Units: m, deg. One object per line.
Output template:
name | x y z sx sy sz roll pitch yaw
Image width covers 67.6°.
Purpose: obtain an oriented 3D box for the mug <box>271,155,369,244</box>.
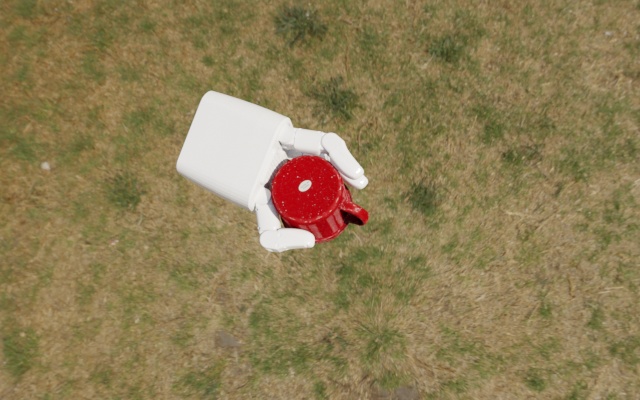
mug | 0.001 0.002 0.555 0.117 0.093 0.081 23 -12 13
